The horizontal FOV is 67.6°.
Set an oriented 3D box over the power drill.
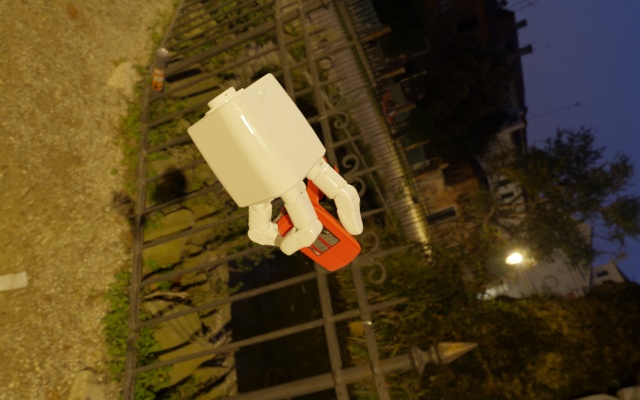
[{"bbox_3d":[0.000,0.002,0.631,0.184,0.057,0.187,39,22,-29],"label":"power drill"}]
